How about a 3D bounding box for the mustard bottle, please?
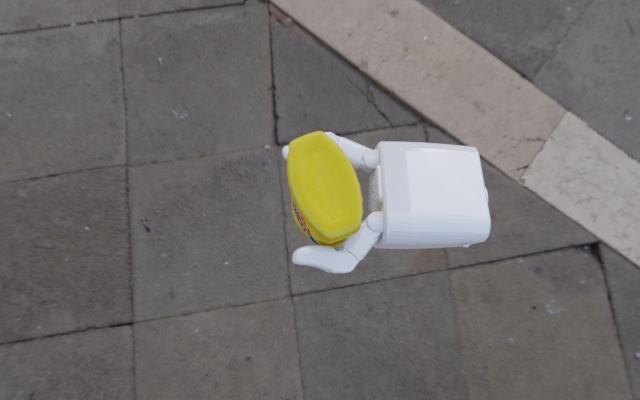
[{"bbox_3d":[0.000,0.002,0.495,0.058,0.096,0.192,-23,-8,-6],"label":"mustard bottle"}]
